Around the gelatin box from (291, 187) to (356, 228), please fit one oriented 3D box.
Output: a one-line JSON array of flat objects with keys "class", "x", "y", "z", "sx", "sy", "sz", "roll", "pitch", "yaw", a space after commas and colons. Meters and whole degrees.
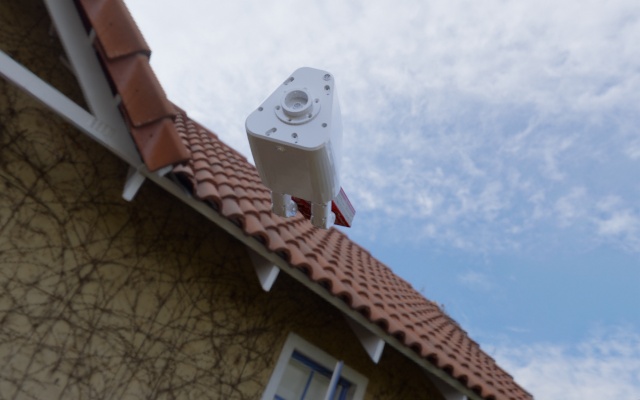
[{"class": "gelatin box", "x": 0.000, "y": 0.002, "z": 0.652, "sx": 0.073, "sy": 0.030, "sz": 0.089, "roll": 10, "pitch": -24, "yaw": 26}]
